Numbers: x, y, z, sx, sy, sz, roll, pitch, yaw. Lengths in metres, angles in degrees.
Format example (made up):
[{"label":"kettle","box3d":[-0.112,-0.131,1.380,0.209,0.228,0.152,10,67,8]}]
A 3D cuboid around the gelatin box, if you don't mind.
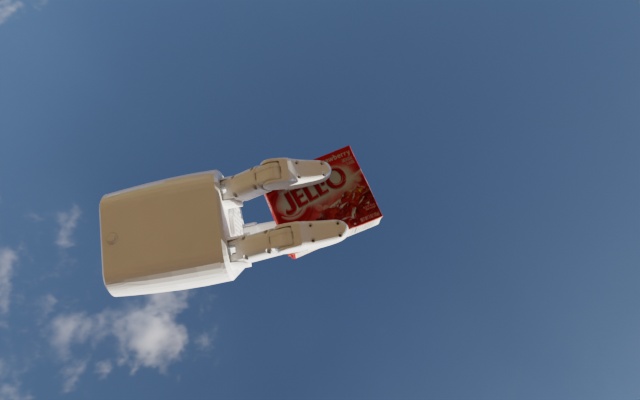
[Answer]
[{"label":"gelatin box","box3d":[0.000,0.001,0.428,0.089,0.073,0.030,-22,-15,-8]}]
